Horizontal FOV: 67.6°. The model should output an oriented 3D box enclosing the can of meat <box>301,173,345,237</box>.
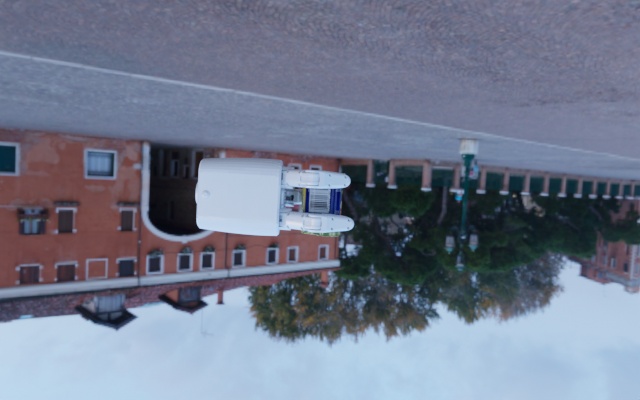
[{"bbox_3d":[0.000,0.002,0.662,0.057,0.084,0.102,3,3,-4],"label":"can of meat"}]
